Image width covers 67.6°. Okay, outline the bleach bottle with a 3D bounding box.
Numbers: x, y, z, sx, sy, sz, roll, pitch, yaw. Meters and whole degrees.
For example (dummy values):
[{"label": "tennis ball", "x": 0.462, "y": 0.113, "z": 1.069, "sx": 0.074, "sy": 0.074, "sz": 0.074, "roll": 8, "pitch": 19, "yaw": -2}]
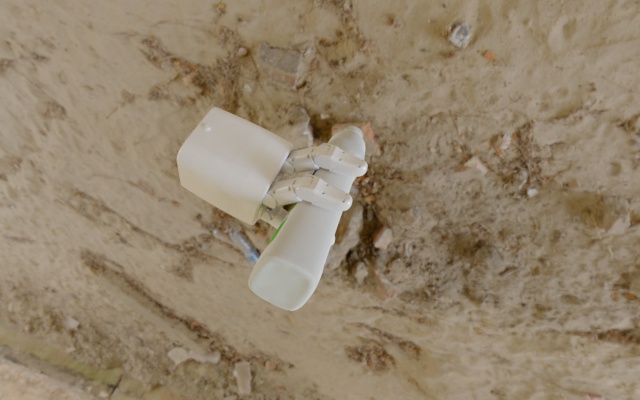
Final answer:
[{"label": "bleach bottle", "x": 0.000, "y": 0.002, "z": 0.579, "sx": 0.068, "sy": 0.250, "sz": 0.103, "roll": 28, "pitch": -39, "yaw": -4}]
